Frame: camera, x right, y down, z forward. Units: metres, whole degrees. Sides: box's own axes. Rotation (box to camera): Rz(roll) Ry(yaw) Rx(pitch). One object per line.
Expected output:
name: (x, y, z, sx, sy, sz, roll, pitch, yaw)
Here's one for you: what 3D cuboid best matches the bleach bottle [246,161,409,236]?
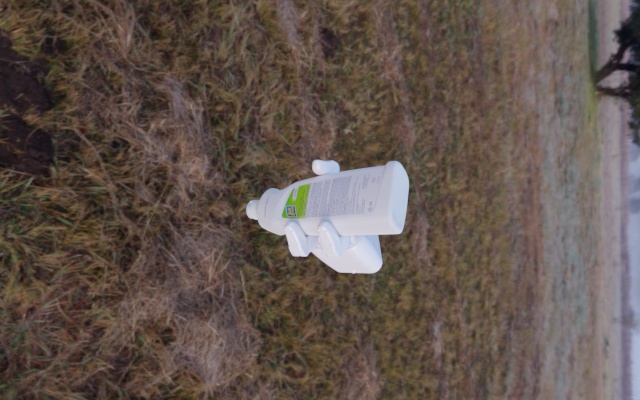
bleach bottle: (0.000, 0.002, 0.717, 0.251, 0.102, 0.068, -3, -29, 28)
